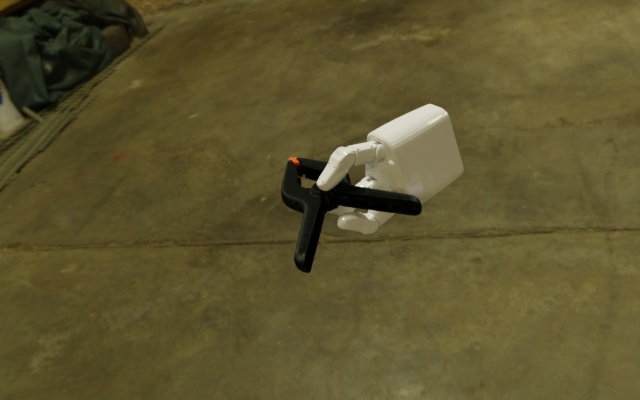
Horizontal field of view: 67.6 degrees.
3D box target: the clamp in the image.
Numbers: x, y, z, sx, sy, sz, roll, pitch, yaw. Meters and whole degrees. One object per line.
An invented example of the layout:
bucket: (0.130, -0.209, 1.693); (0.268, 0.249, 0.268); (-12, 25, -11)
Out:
clamp: (0.000, 0.001, 0.608); (0.164, 0.036, 0.210); (-30, 39, -20)
